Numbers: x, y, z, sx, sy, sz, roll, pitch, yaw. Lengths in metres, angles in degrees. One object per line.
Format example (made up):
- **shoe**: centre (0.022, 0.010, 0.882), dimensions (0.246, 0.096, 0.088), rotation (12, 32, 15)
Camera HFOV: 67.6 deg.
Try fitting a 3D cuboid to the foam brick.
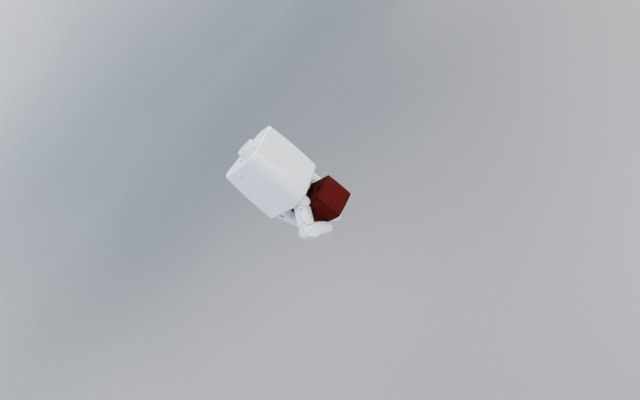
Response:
- **foam brick**: centre (0.000, 0.002, 0.793), dimensions (0.051, 0.053, 0.078), rotation (41, -38, -19)
